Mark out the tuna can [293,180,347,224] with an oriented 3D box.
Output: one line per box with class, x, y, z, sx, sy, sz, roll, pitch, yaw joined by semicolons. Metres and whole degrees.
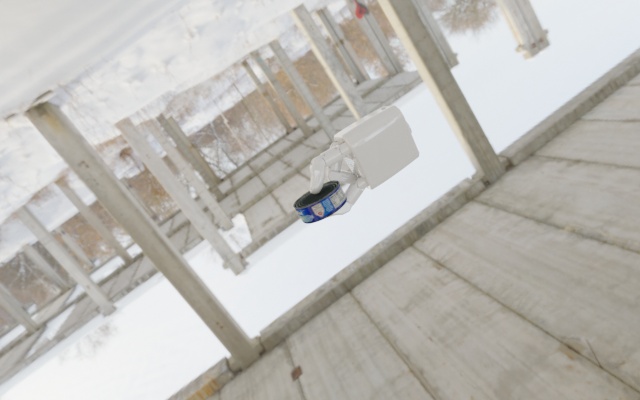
tuna can;0.000;0.003;0.792;0.086;0.034;0.086;-27;15;8
